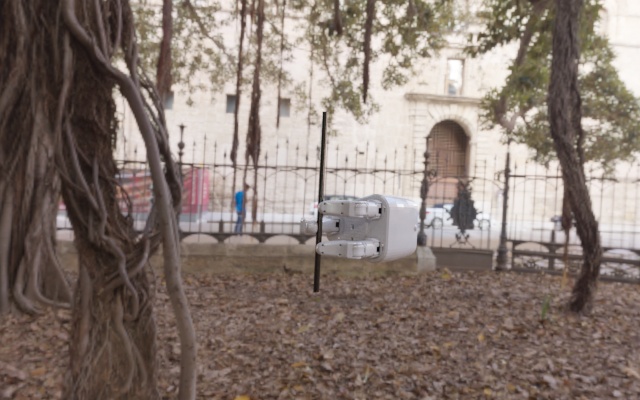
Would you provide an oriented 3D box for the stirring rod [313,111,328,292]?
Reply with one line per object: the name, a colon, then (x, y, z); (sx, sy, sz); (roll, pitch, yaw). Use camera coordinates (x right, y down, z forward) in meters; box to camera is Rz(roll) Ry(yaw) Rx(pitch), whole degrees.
stirring rod: (0.000, 0.002, 0.638); (0.011, 0.239, 0.011); (3, 0, 0)
